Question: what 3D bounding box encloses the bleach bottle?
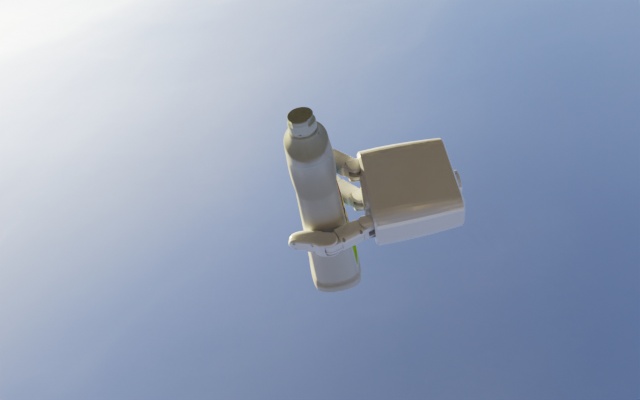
[{"bbox_3d":[0.000,0.002,0.582,0.068,0.102,0.251,-12,-44,2],"label":"bleach bottle"}]
